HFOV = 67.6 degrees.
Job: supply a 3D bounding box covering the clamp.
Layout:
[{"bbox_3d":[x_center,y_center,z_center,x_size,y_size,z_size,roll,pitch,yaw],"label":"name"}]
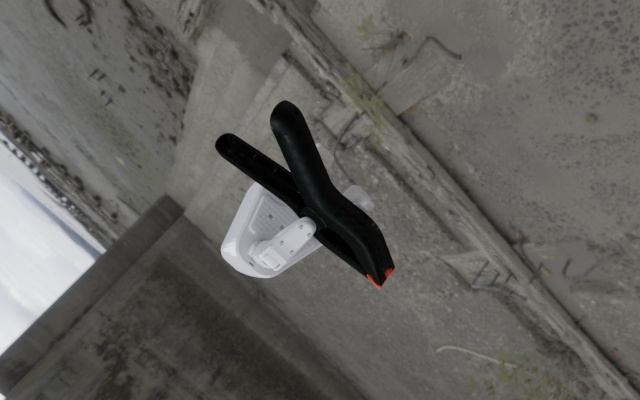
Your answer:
[{"bbox_3d":[0.000,0.002,0.427,0.210,0.036,0.164,45,-19,-12],"label":"clamp"}]
